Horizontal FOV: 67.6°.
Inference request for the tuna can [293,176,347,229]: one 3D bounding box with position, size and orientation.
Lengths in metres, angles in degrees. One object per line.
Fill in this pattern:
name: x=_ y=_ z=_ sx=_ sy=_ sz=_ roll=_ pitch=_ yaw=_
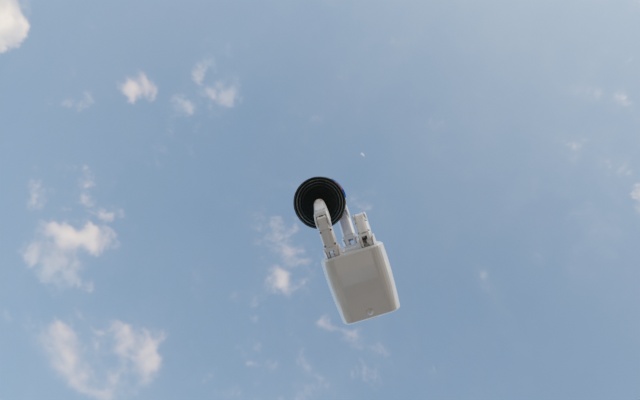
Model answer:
tuna can: x=0.000 y=0.002 z=0.787 sx=0.086 sy=0.086 sz=0.034 roll=0 pitch=5 yaw=7
